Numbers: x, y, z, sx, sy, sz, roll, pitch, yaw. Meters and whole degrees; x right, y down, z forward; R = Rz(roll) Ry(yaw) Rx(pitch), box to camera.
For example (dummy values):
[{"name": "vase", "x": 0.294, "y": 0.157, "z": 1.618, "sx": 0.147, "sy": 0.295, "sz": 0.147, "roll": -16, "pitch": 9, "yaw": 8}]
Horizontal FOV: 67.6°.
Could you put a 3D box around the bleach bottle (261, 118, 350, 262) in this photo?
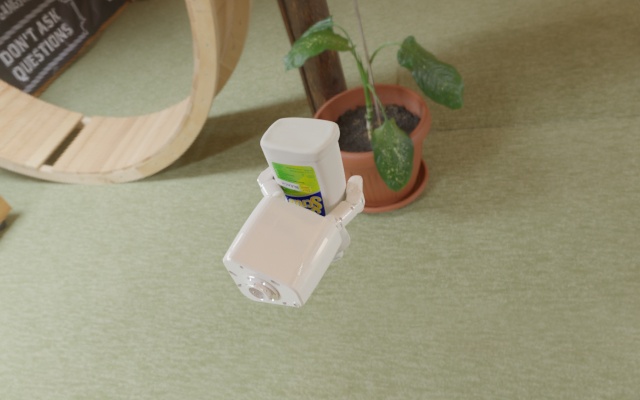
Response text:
[{"name": "bleach bottle", "x": 0.000, "y": 0.002, "z": 0.679, "sx": 0.102, "sy": 0.068, "sz": 0.251, "roll": 11, "pitch": -39, "yaw": 28}]
